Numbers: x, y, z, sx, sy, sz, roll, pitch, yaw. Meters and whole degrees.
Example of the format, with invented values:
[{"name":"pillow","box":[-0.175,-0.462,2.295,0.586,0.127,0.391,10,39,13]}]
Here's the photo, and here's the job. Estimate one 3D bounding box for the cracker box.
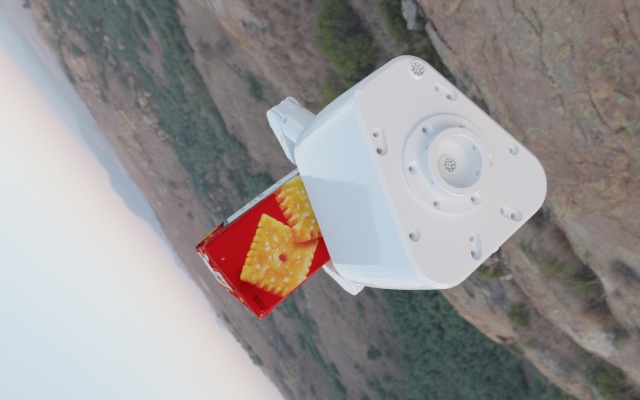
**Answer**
[{"name":"cracker box","box":[0.000,0.001,0.413,0.213,0.072,0.164,-38,5,-17]}]
